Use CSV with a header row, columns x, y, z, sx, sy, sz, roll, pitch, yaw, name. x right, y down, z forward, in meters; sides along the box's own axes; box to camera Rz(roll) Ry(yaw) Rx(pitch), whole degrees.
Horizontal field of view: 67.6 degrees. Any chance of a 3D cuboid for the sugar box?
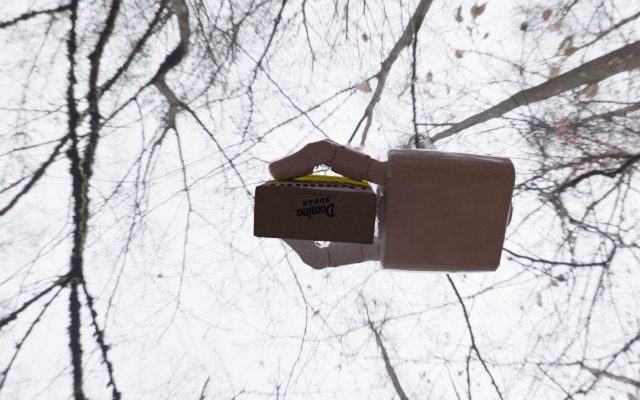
x,y,z,sx,sy,sz,roll,pitch,yaw,name
0.000,0.001,0.437,0.093,0.048,0.176,4,4,2,sugar box
